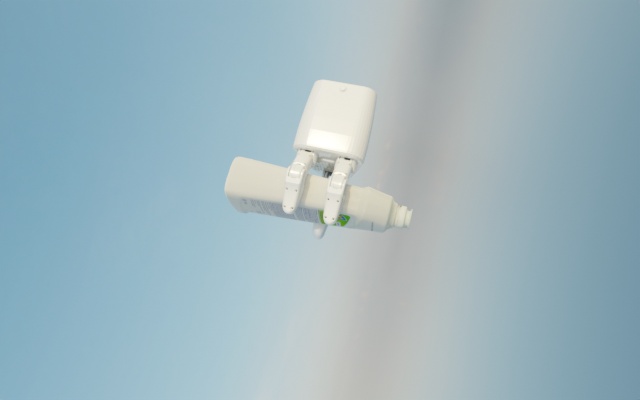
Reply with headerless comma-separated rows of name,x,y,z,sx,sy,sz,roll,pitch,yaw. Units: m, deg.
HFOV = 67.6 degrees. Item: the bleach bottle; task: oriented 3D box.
bleach bottle,0.000,0.002,0.666,0.251,0.068,0.103,12,-16,10
